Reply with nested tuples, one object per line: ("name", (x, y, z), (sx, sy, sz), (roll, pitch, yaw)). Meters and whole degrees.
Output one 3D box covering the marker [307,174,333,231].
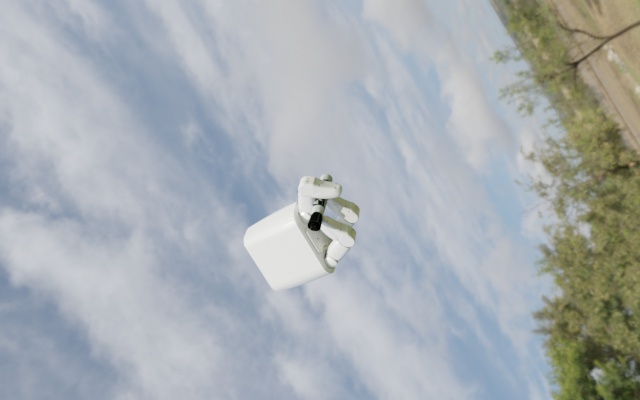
("marker", (0.000, 0.002, 0.681), (0.020, 0.020, 0.121), (0, 36, 11))
